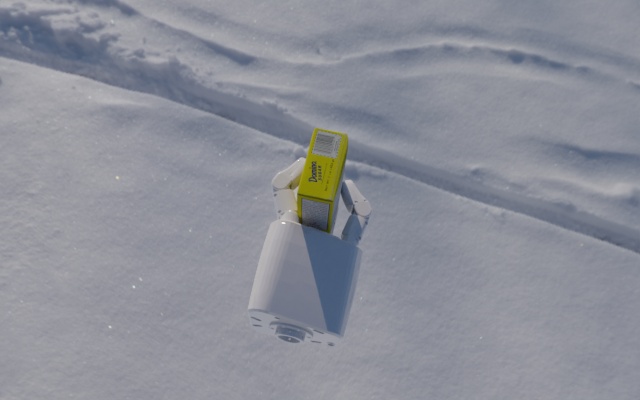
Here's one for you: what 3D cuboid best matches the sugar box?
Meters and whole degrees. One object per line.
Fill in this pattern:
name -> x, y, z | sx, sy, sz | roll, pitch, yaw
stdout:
sugar box -> 0.000, 0.002, 0.589 | 0.048, 0.093, 0.176 | 13, -30, 2
